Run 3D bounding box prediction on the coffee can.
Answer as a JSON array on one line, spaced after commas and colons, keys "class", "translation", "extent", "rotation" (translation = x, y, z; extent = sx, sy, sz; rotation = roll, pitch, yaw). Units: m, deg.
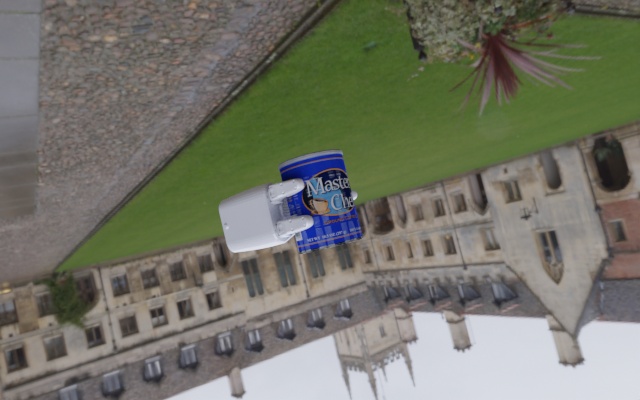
[{"class": "coffee can", "translation": [0.000, 0.002, 0.738], "extent": [0.103, 0.140, 0.103], "rotation": [-14, -3, -1]}]
